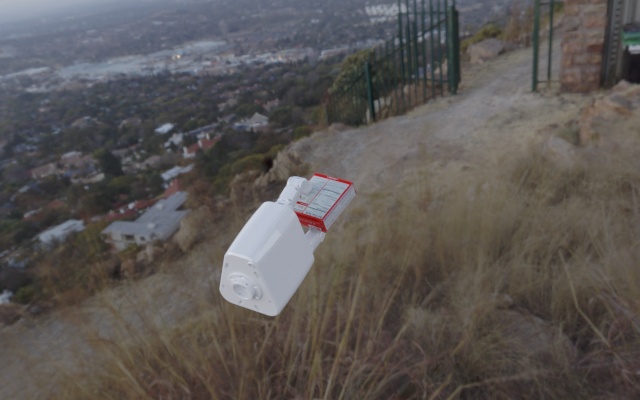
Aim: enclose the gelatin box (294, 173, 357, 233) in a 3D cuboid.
[{"bbox_3d":[0.000,0.002,0.726,0.073,0.030,0.089,16,53,35],"label":"gelatin box"}]
